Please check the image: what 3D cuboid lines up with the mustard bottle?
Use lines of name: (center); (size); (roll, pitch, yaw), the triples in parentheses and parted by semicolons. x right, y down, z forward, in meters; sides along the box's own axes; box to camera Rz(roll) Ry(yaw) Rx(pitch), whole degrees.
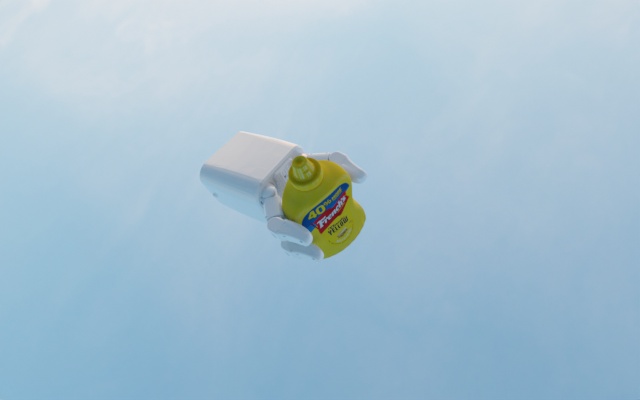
mustard bottle: (0.000, 0.002, 0.617); (0.058, 0.096, 0.192); (46, -9, 33)
